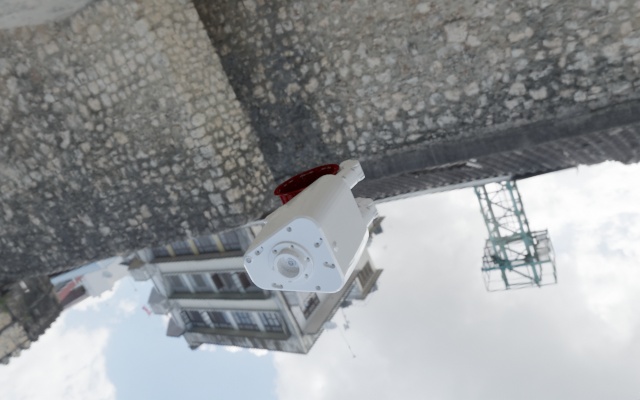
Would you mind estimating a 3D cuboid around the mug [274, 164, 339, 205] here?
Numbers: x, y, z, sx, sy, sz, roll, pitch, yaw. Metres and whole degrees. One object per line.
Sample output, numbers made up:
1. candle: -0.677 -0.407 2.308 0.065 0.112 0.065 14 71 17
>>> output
1. mug: 0.001 0.002 0.650 0.093 0.081 0.117 -15 18 27
